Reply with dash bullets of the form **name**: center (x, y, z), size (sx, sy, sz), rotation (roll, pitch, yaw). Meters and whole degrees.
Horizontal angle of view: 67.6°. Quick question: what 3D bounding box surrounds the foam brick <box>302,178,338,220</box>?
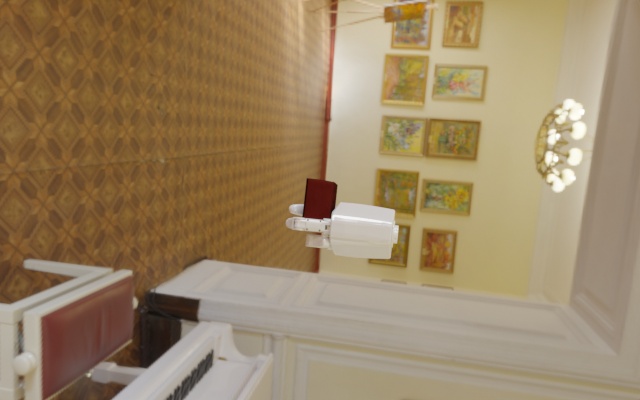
- **foam brick**: center (0.000, 0.003, 0.872), size (0.051, 0.078, 0.053), rotation (5, -4, 11)
